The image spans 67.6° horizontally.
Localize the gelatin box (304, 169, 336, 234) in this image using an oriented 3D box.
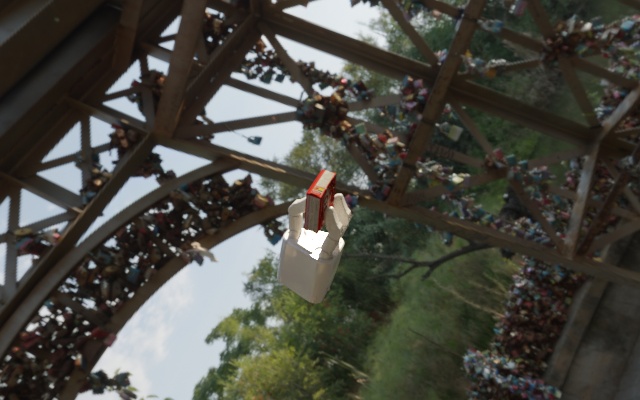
[{"bbox_3d":[0.000,0.002,0.833,0.030,0.089,0.073,18,43,15],"label":"gelatin box"}]
